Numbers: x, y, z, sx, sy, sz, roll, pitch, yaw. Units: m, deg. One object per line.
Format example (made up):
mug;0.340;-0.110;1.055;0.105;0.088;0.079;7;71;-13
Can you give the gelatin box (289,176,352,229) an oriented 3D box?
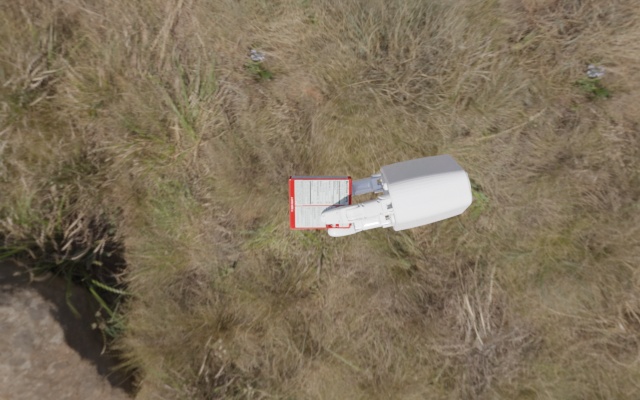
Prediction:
gelatin box;0.000;0.002;0.681;0.089;0.073;0.030;-1;13;-1
